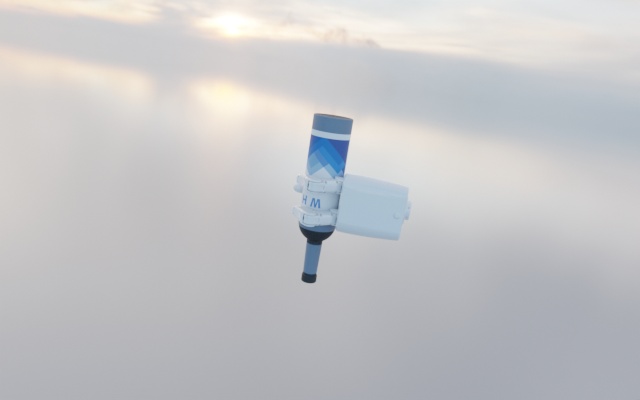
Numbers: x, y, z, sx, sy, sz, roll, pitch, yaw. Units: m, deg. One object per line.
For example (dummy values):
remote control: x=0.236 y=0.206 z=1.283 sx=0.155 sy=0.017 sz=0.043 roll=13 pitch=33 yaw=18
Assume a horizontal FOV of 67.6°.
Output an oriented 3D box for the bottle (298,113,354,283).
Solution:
bottle: x=0.000 y=0.002 z=0.821 sx=0.069 sy=0.296 sz=0.069 roll=8 pitch=14 yaw=-2
